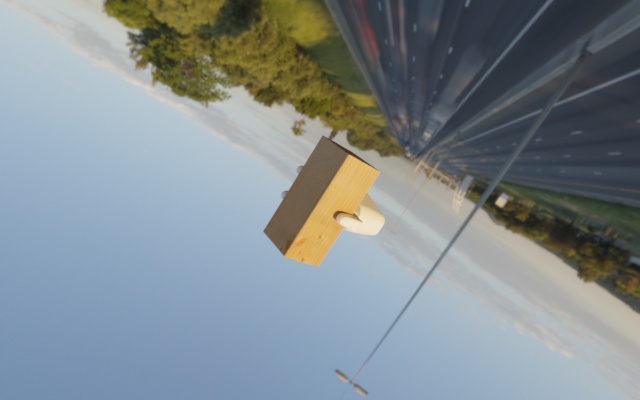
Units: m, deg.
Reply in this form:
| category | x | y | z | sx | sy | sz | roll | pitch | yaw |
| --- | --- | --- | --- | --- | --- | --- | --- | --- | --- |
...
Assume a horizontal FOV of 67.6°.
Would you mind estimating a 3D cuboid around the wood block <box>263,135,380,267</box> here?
| category | x | y | z | sx | sy | sz | roll | pitch | yaw |
| --- | --- | --- | --- | --- | --- | --- | --- | --- | --- |
| wood block | 0.000 | 0.003 | 0.852 | 0.090 | 0.206 | 0.090 | 23 | 13 | -43 |
